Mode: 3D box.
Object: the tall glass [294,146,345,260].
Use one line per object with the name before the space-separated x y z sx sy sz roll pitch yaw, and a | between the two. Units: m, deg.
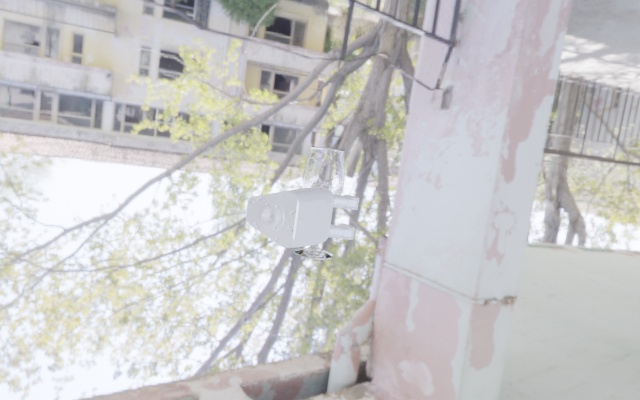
tall glass | 0.000 0.004 0.883 0.079 0.201 0.079 8 7 -1
